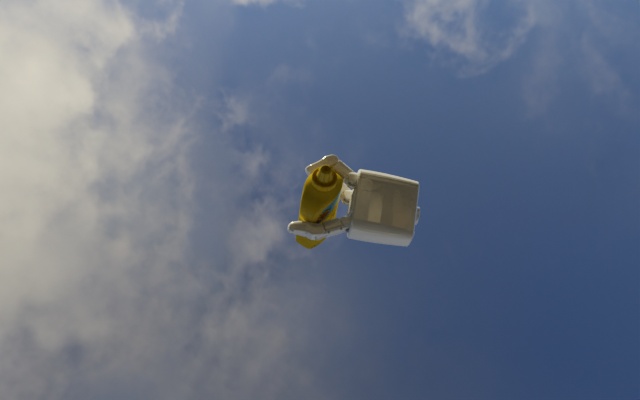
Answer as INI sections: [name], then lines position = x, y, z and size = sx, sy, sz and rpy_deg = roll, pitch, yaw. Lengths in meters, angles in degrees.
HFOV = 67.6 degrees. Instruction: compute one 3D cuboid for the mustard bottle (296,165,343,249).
[mustard bottle]
position = 0.000, 0.003, 0.811
size = 0.058, 0.096, 0.192
rpy_deg = 32, -30, 13
